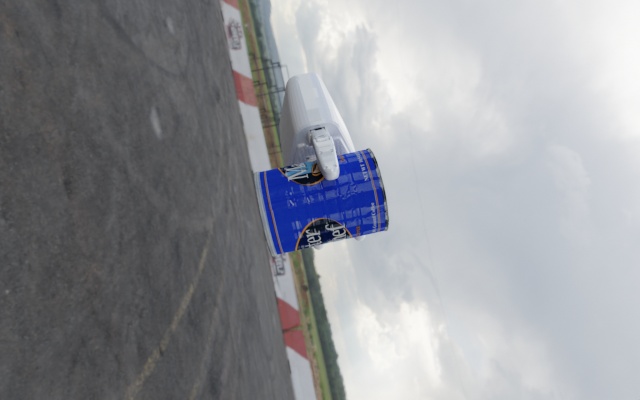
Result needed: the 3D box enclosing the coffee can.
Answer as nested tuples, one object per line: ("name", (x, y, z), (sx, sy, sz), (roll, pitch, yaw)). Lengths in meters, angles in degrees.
("coffee can", (0.000, 0.002, 0.571), (0.140, 0.103, 0.103), (-12, 0, -3))
